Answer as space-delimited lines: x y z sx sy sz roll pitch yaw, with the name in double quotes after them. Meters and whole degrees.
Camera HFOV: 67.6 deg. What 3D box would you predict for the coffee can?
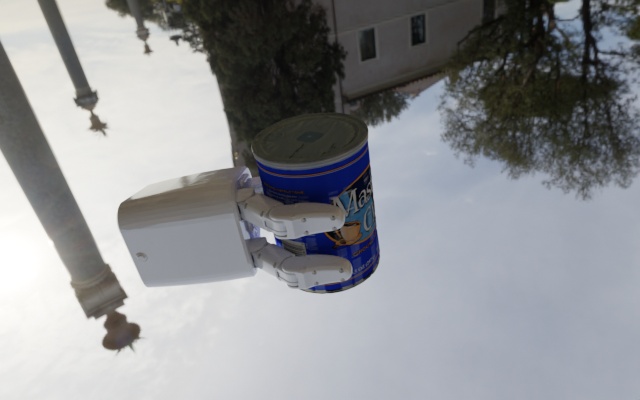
0.000 0.001 0.452 0.103 0.140 0.102 -7 32 4 "coffee can"
